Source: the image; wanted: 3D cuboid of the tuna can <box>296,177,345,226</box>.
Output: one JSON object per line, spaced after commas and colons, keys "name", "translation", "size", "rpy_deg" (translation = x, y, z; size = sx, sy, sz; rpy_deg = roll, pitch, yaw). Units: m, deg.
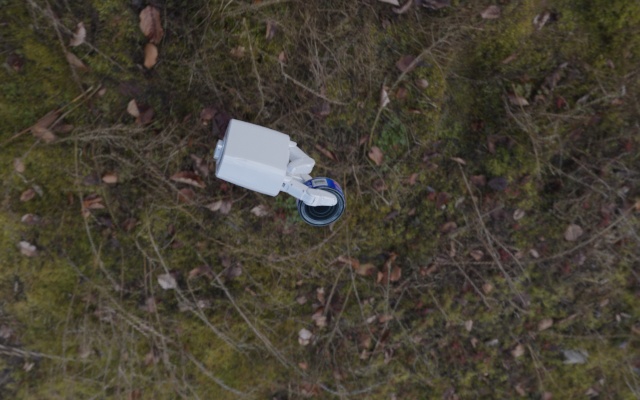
{"name": "tuna can", "translation": [0.000, 0.003, 0.847], "size": [0.086, 0.086, 0.033], "rpy_deg": [0, 34, -10]}
